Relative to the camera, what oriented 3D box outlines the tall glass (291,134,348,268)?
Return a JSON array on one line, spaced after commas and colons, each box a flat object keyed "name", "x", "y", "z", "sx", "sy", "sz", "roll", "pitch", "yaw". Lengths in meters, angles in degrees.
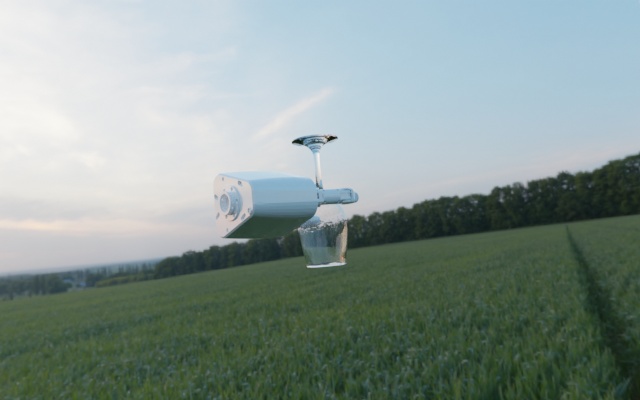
[{"name": "tall glass", "x": 0.000, "y": 0.002, "z": 0.749, "sx": 0.079, "sy": 0.201, "sz": 0.079, "roll": -6, "pitch": -5, "yaw": 0}]
